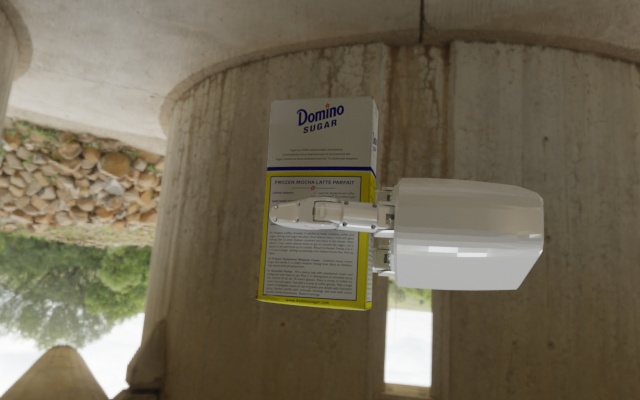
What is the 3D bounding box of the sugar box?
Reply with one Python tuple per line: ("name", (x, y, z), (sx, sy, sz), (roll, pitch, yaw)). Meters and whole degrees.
("sugar box", (0.000, 0.002, 0.412), (0.093, 0.176, 0.048), (2, -12, 14))
